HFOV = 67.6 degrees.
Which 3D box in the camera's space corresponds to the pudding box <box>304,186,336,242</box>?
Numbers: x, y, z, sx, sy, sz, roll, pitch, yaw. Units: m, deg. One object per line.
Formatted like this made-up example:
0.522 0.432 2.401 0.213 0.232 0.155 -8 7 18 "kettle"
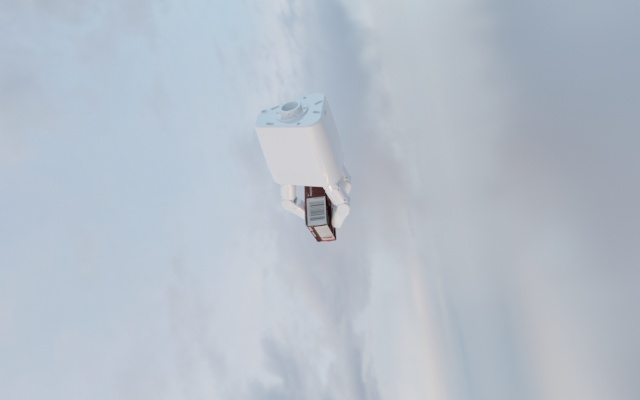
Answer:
0.000 0.003 0.791 0.039 0.113 0.090 -5 -22 11 "pudding box"
